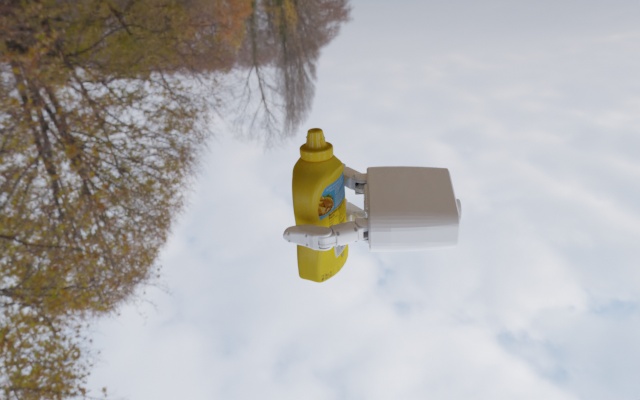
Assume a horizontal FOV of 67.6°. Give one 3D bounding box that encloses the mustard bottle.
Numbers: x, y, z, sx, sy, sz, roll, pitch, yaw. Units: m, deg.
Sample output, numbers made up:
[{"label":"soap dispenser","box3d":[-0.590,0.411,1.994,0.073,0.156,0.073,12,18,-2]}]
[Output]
[{"label":"mustard bottle","box3d":[0.000,0.002,0.606,0.058,0.192,0.096,10,30,25]}]
